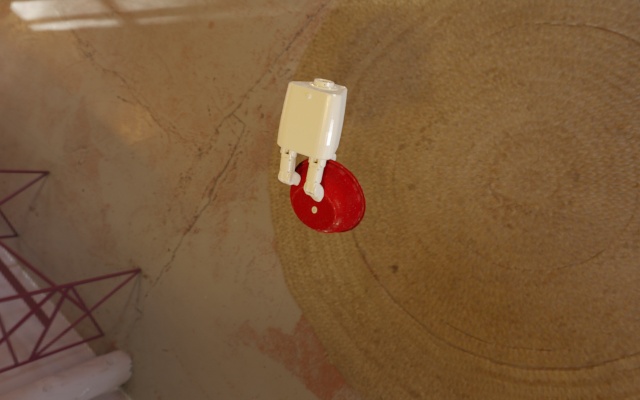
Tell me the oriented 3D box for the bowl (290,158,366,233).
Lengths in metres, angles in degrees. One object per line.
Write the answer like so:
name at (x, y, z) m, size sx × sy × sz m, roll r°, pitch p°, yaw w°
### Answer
bowl at (0.000, 0.004, 0.887) m, size 0.162 × 0.162 × 0.055 m, roll 0°, pitch 28°, yaw 34°
